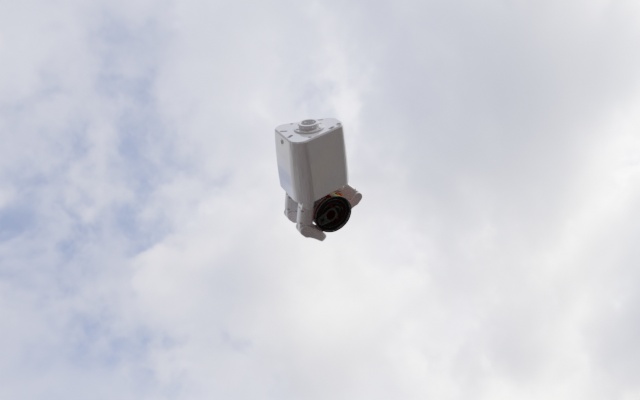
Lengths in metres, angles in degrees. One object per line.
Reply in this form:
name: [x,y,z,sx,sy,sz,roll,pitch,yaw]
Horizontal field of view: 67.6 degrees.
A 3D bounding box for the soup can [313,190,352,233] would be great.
soup can: [0.000,0.003,0.831,0.068,0.068,0.102,0,25,-29]
